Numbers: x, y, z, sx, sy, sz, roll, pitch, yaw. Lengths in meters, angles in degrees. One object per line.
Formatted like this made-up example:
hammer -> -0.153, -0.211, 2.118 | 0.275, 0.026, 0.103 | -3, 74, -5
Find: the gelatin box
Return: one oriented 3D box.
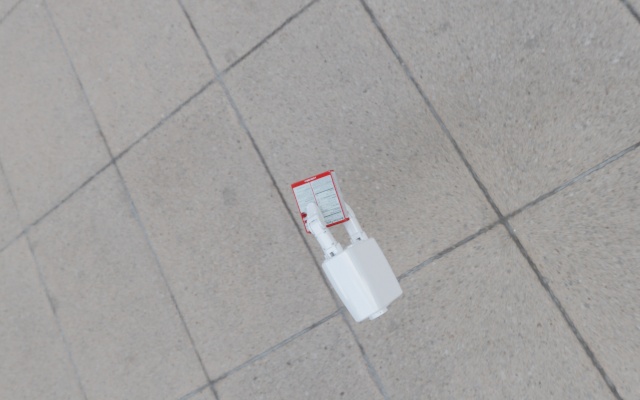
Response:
gelatin box -> 0.000, 0.002, 0.793 | 0.073, 0.089, 0.030 | -19, -2, 18
